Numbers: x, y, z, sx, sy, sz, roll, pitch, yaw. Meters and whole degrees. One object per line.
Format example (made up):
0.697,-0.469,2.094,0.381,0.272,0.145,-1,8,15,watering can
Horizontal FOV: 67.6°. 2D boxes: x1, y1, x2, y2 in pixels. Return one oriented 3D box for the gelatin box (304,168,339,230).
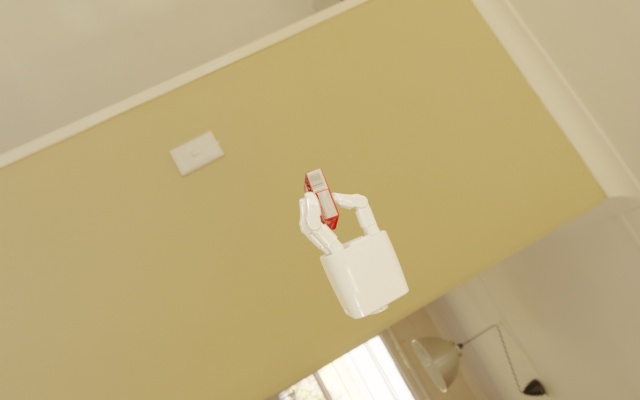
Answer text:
0.000,0.002,0.782,0.030,0.089,0.073,-18,-16,-10,gelatin box
